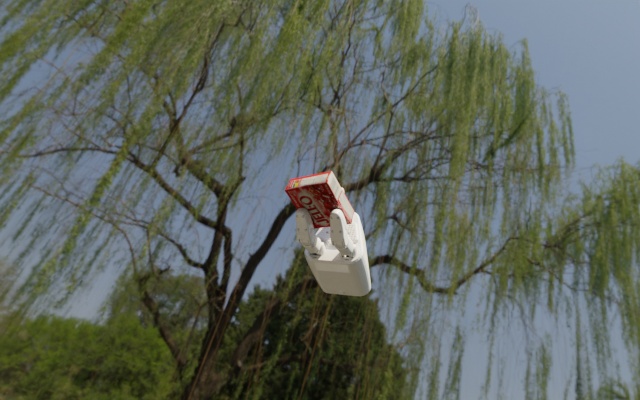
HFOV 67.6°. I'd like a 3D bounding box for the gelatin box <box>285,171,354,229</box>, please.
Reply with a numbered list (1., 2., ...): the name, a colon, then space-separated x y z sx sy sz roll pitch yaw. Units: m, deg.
1. gelatin box: 0.000 0.002 0.718 0.073 0.089 0.030 -9 40 29
